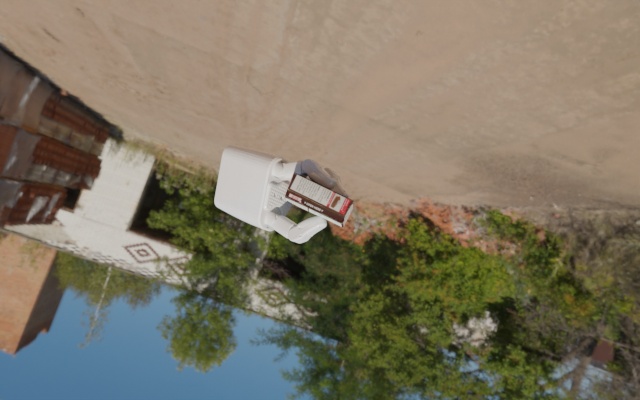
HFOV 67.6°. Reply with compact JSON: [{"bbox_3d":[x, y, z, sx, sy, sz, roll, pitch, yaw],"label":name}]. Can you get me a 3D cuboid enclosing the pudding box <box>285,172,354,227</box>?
[{"bbox_3d":[0.000,0.002,0.678,0.090,0.039,0.113,25,-2,5],"label":"pudding box"}]
